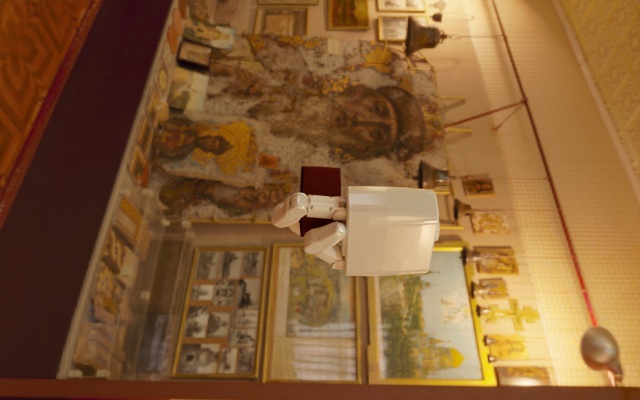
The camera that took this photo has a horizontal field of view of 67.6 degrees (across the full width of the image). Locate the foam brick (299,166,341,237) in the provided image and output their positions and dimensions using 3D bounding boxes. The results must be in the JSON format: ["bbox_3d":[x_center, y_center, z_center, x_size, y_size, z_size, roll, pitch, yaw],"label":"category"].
[{"bbox_3d":[0.000,0.002,0.609,0.051,0.078,0.053,0,-35,1],"label":"foam brick"}]
